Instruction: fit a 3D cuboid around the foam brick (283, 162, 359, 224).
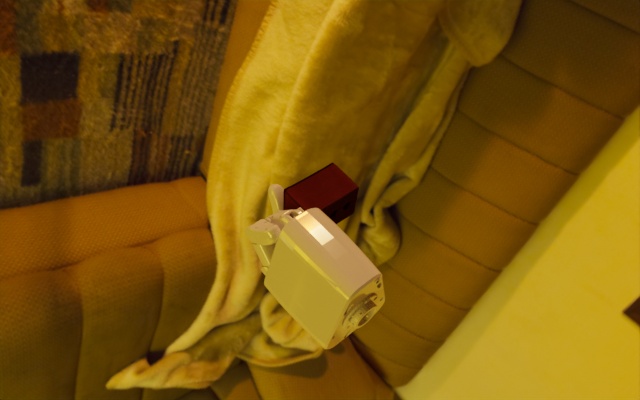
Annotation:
[{"bbox_3d":[0.000,0.002,0.577,0.078,0.053,0.051,-31,59,-27],"label":"foam brick"}]
